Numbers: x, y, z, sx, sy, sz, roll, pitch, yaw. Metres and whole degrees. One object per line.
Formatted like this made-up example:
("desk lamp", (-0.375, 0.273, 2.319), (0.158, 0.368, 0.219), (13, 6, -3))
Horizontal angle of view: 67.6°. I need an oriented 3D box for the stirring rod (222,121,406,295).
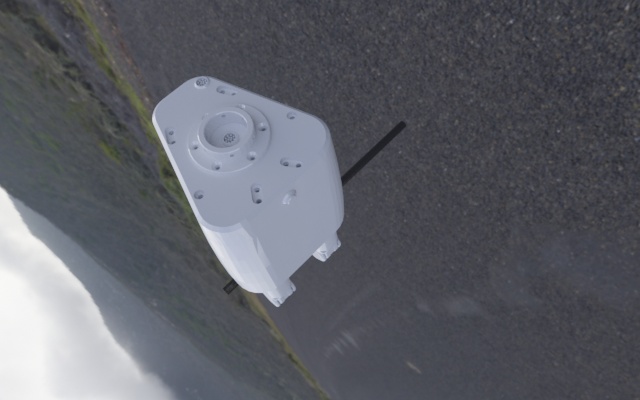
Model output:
("stirring rod", (0.000, 0.001, 0.455), (0.239, 0.011, 0.011), (-43, 14, -15))
